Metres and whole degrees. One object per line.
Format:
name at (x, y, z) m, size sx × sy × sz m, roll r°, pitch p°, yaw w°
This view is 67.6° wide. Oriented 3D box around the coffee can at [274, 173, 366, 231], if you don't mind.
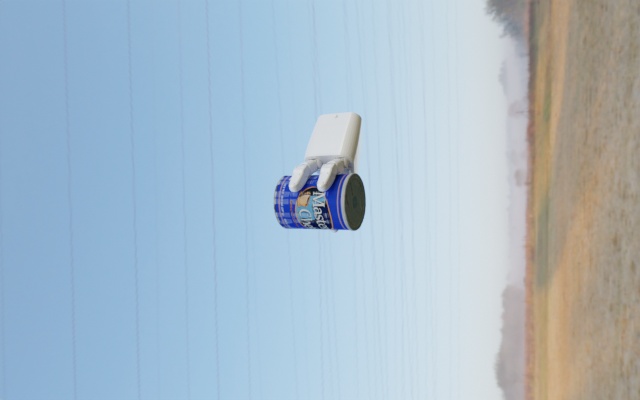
coffee can at (0.000, 0.003, 0.875) m, size 0.140 × 0.103 × 0.103 m, roll 0°, pitch 0°, yaw 26°
